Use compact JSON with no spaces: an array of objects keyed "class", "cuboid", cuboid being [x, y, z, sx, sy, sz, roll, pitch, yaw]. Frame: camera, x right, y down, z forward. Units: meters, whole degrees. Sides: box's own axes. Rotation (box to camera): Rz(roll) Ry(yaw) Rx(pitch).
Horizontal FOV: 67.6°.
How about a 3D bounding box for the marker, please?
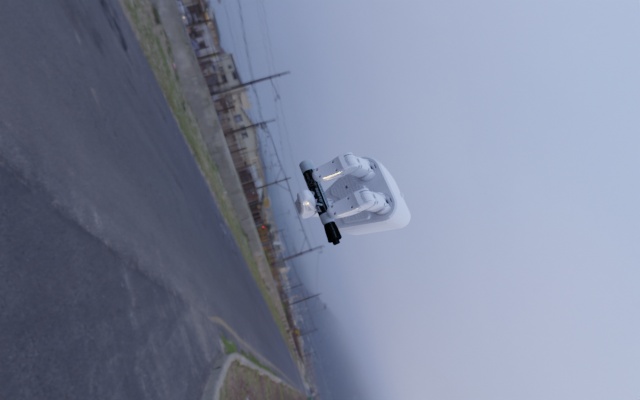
[{"class":"marker","cuboid":[0.000,0.002,0.625,0.020,0.121,0.020,-19,-20,-7]}]
